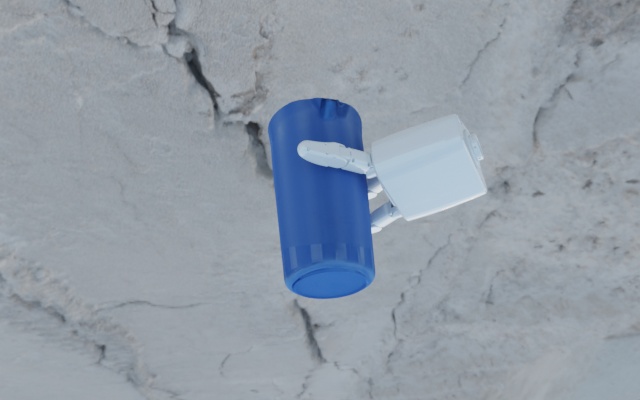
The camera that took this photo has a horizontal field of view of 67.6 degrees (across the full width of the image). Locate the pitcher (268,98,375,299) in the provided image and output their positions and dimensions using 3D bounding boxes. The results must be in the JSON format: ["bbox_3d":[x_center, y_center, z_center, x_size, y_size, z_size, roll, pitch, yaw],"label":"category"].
[{"bbox_3d":[0.000,0.002,0.627,0.145,0.242,0.149,-20,-34,24],"label":"pitcher"}]
